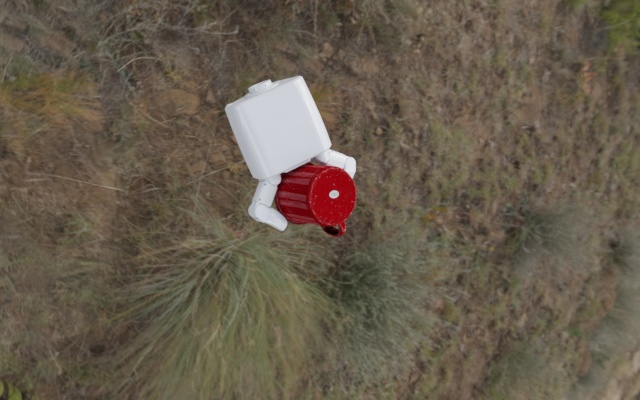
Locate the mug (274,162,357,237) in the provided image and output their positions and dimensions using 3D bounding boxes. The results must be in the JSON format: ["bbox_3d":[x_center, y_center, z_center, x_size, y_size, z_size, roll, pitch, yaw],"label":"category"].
[{"bbox_3d":[0.001,0.003,0.667,0.093,0.117,0.081,-36,23,-27],"label":"mug"}]
